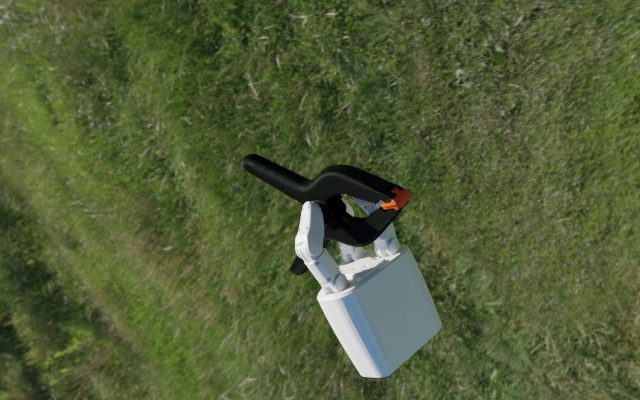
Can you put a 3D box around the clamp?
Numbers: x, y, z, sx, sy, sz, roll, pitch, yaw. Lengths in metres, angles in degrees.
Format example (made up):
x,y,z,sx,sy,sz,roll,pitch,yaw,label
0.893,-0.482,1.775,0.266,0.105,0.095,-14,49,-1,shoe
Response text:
x,y,z,sx,sy,sz,roll,pitch,yaw,label
0.000,0.002,0.529,0.210,0.164,0.036,-18,15,46,clamp
